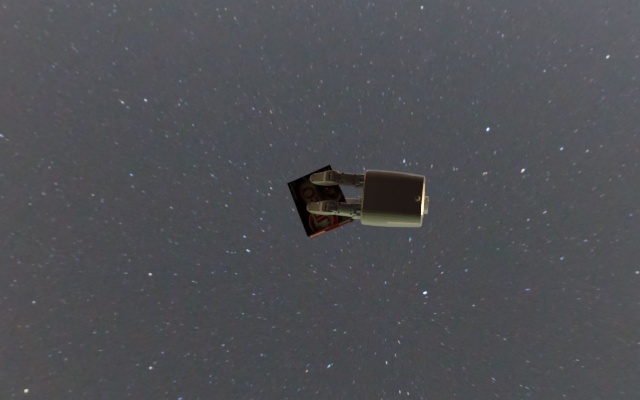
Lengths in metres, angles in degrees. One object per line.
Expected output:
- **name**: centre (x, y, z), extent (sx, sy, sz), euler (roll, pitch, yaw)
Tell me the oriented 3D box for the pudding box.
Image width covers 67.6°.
- **pudding box**: centre (0.000, 0.003, 0.890), extent (0.090, 0.113, 0.039), euler (-23, -16, 5)
